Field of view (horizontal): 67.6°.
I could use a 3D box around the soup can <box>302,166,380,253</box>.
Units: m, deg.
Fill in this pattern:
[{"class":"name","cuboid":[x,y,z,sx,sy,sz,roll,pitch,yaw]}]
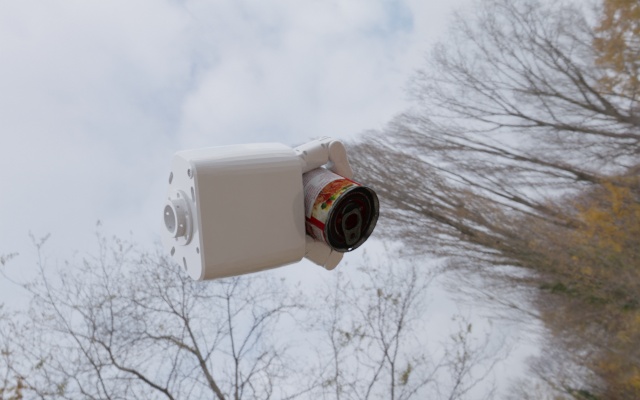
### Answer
[{"class":"soup can","cuboid":[0.000,0.001,0.484,0.068,0.068,0.102,0,20,-42]}]
